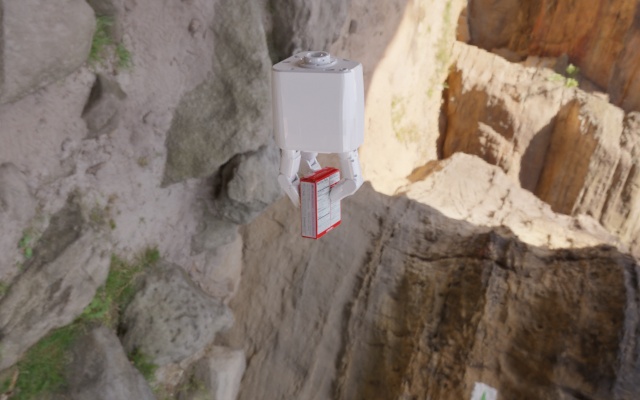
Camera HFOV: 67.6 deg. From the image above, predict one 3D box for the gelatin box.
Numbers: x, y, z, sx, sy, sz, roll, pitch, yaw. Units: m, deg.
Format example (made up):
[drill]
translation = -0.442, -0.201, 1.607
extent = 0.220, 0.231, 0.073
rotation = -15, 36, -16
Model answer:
[gelatin box]
translation = 0.001, 0.003, 0.691
extent = 0.030, 0.089, 0.073
rotation = 8, 20, 28
